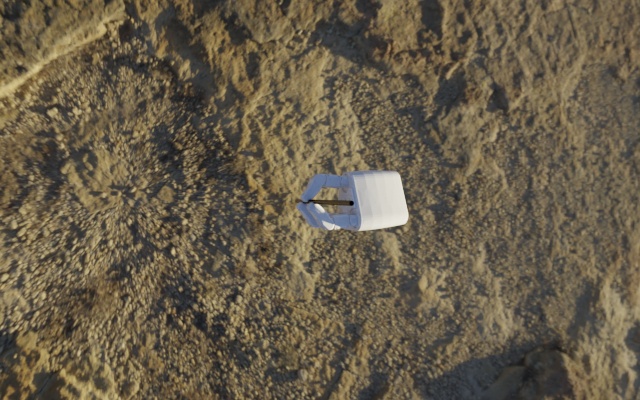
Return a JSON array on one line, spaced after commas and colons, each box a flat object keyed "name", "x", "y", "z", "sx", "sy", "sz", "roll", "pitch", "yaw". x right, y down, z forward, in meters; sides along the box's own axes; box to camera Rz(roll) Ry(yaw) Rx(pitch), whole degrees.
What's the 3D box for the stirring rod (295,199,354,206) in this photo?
[{"name": "stirring rod", "x": 0.000, "y": 0.003, "z": 0.815, "sx": 0.011, "sy": 0.011, "sz": 0.239, "roll": 0, "pitch": 1, "yaw": -22}]
